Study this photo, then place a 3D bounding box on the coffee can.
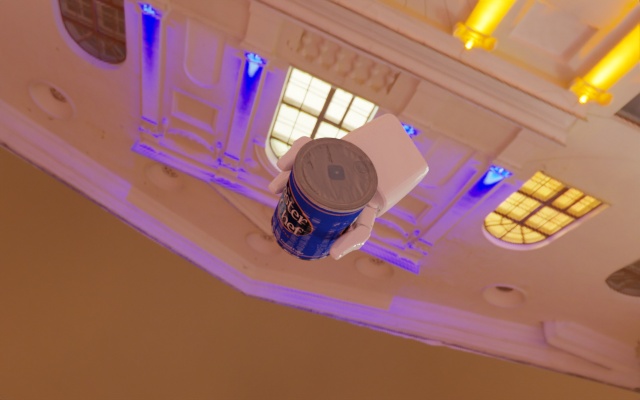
[{"bbox_3d":[0.000,0.002,0.610,0.103,0.102,0.140,0,-31,-19],"label":"coffee can"}]
